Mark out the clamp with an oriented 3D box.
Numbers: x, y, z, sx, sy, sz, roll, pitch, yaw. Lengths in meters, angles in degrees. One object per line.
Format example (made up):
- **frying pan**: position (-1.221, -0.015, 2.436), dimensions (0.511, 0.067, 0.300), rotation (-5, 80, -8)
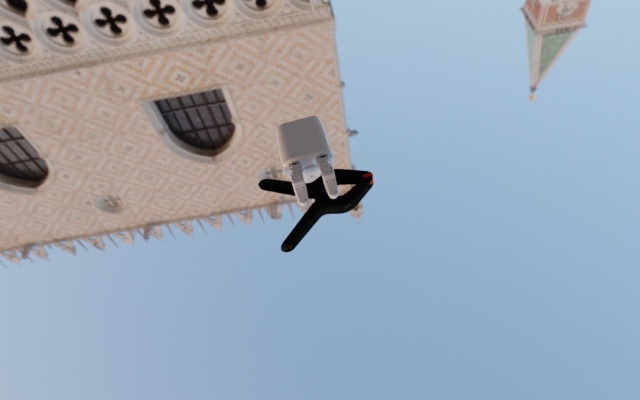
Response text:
- **clamp**: position (0.001, 0.003, 0.864), dimensions (0.210, 0.164, 0.036), rotation (-15, -35, -1)
